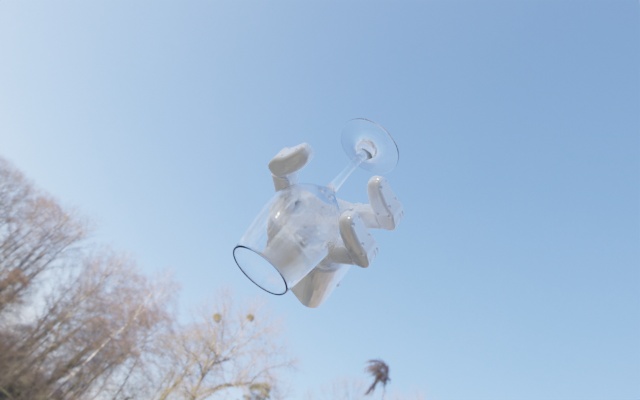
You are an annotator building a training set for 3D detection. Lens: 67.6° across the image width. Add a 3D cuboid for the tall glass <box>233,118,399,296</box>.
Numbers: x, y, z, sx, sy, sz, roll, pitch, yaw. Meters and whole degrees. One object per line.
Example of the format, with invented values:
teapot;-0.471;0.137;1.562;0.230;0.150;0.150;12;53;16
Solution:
tall glass;0.000;0.001;0.481;0.079;0.079;0.201;0;38;44
